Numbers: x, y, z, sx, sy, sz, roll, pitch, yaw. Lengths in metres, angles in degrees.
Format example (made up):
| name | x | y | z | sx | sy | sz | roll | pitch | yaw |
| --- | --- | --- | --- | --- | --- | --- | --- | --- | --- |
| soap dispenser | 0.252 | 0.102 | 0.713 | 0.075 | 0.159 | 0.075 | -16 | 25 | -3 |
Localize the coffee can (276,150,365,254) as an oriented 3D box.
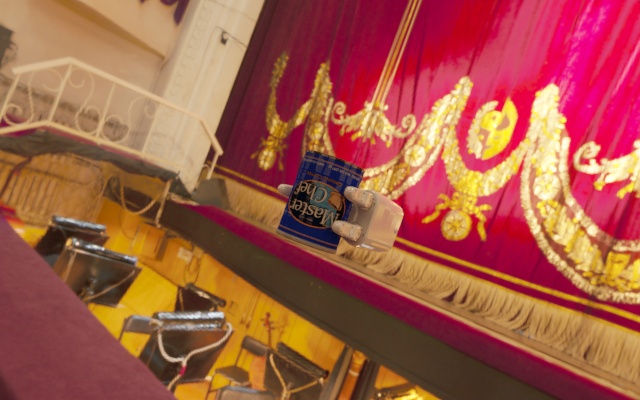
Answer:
| name | x | y | z | sx | sy | sz | roll | pitch | yaw |
| --- | --- | --- | --- | --- | --- | --- | --- | --- | --- |
| coffee can | 0.000 | 0.003 | 0.763 | 0.103 | 0.140 | 0.103 | 20 | -2 | 1 |
